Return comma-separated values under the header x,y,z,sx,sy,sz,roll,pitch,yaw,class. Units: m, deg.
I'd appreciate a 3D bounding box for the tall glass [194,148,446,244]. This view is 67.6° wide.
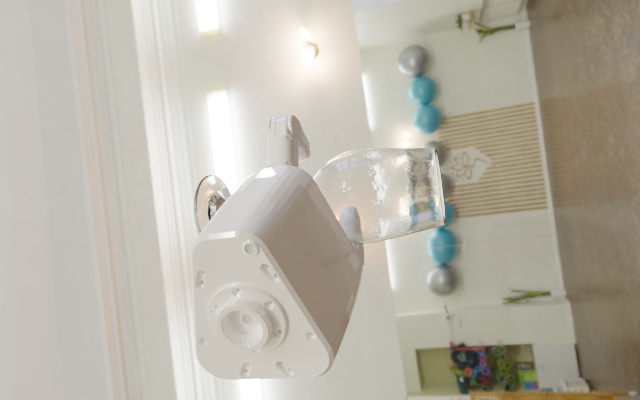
x,y,z,sx,sy,sz,roll,pitch,yaw,class
-0.001,0.001,0.404,0.201,0.079,0.079,-8,-2,16,tall glass
